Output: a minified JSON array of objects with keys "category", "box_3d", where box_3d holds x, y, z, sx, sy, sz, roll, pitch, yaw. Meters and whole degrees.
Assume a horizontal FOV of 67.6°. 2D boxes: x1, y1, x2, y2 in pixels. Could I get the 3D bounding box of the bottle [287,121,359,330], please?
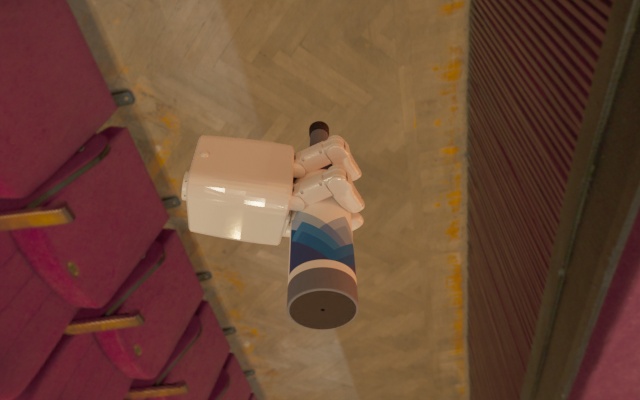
[{"category":"bottle","box_3d":[0.000,0.002,0.547,0.069,0.069,0.295,0,43,-1]}]
